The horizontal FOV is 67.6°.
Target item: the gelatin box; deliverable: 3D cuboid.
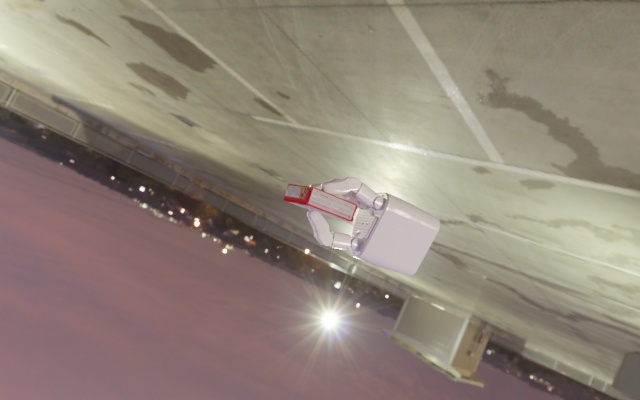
[{"bbox_3d":[0.000,0.003,0.723,0.089,0.030,0.073,21,-5,-31],"label":"gelatin box"}]
